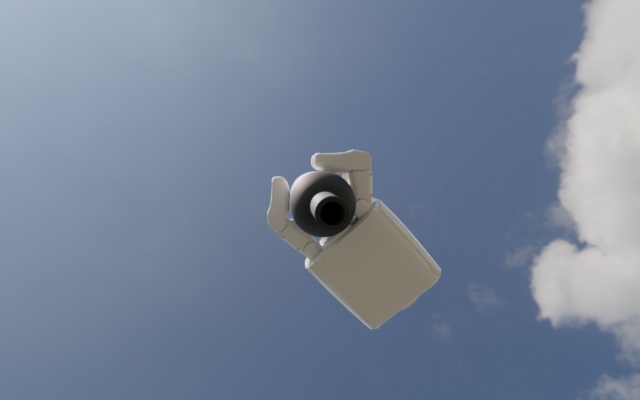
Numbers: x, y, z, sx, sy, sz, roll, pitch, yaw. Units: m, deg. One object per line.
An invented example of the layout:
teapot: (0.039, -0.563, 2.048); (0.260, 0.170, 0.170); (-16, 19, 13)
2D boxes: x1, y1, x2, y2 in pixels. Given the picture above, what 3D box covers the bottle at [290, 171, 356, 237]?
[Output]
bottle: (0.000, 0.002, 0.514); (0.069, 0.069, 0.295); (0, 3, -4)
